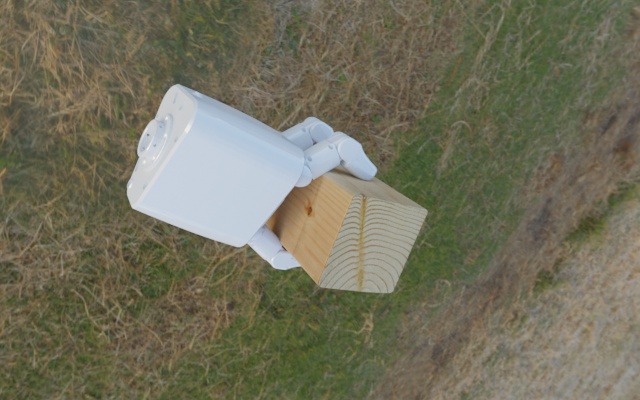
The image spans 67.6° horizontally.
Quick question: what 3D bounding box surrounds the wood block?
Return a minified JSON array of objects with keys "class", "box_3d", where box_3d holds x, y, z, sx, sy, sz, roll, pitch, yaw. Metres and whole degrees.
[{"class":"wood block","box_3d":[0.000,0.002,0.501,0.090,0.091,0.206,11,17,-34]}]
